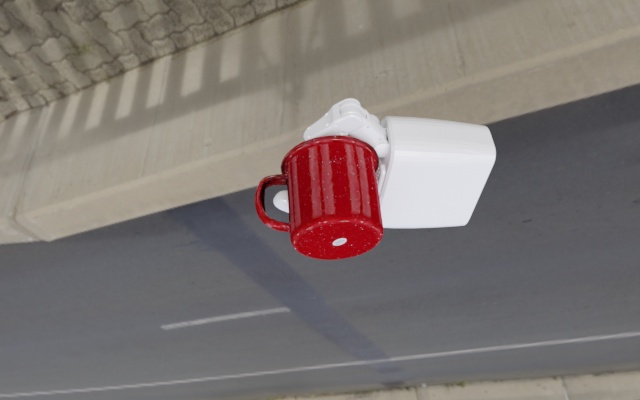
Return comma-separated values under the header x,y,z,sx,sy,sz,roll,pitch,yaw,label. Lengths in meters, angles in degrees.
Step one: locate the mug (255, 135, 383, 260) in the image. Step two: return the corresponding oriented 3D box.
x,y,z,sx,sy,sz,roll,pitch,yaw,label
-0.001,0.002,0.429,0.117,0.081,0.093,1,-31,-9,mug
